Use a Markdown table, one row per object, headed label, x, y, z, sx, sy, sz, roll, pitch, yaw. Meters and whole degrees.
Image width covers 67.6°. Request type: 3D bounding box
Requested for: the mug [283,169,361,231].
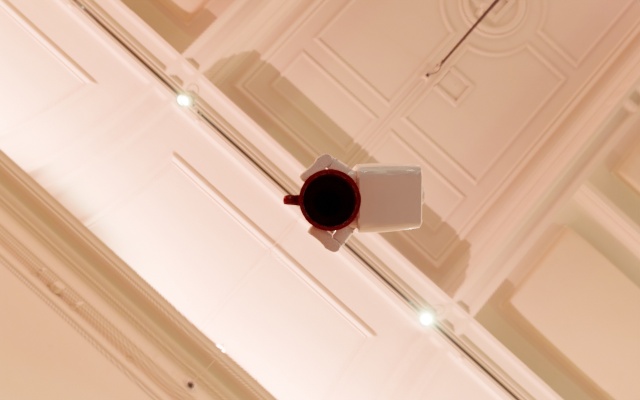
| label | x | y | z | sx | sy | sz | roll | pitch | yaw |
| --- | --- | --- | --- | --- | --- | --- | --- | --- | --- |
| mug | -0.001 | 0.003 | 0.747 | 0.117 | 0.093 | 0.081 | -1 | -4 | -3 |
